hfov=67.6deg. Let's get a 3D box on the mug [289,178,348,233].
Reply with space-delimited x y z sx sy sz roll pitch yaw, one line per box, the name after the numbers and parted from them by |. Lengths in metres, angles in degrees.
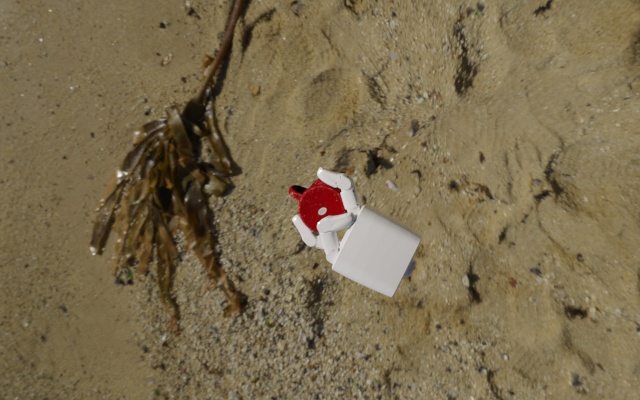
-0.001 0.002 0.808 0.117 0.093 0.081 27 15 8 | mug
